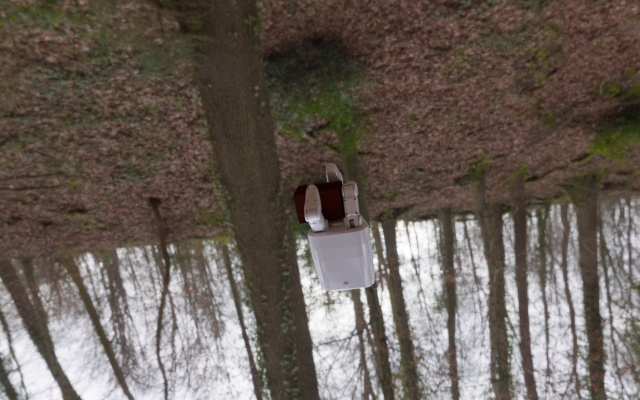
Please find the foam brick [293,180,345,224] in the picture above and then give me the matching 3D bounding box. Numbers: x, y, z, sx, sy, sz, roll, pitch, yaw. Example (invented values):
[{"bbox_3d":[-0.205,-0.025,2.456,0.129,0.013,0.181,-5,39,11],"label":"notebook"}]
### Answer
[{"bbox_3d":[0.000,0.002,0.787,0.078,0.051,0.053,-7,18,10],"label":"foam brick"}]
